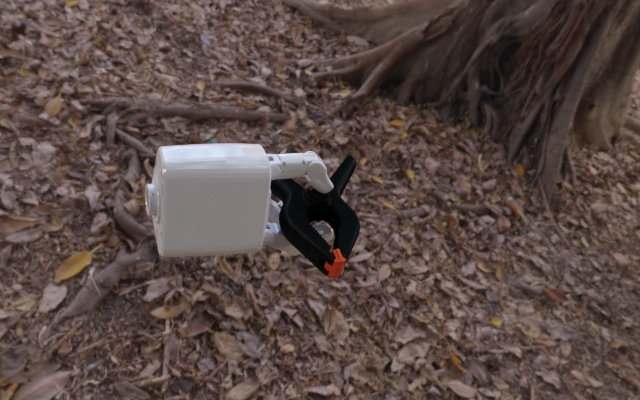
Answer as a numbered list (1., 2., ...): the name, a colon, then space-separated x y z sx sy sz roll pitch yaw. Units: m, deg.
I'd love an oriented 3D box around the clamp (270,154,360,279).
1. clamp: 0.000 0.002 0.572 0.164 0.036 0.209 -4 43 -26
